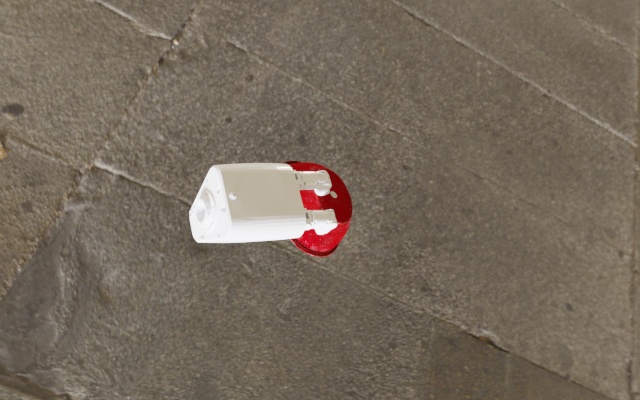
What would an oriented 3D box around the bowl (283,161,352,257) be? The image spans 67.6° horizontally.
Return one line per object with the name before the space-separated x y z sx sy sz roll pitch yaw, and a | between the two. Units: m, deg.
bowl | 0.001 0.002 0.738 0.055 0.162 0.162 -26 -15 34
